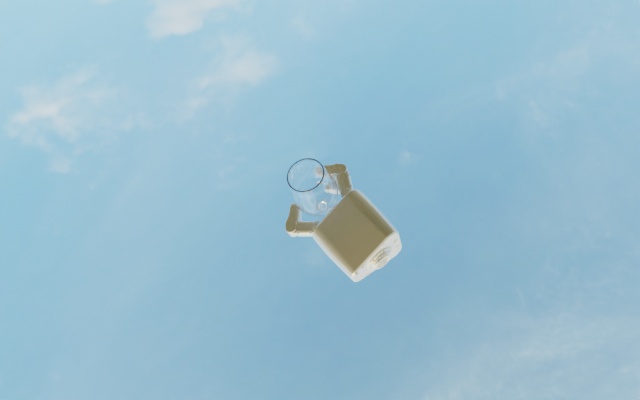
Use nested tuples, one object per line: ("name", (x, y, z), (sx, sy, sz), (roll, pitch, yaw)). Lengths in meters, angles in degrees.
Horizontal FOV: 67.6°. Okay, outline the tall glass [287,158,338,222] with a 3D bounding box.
("tall glass", (0.000, 0.003, 0.839), (0.079, 0.079, 0.201), (0, -26, 16))
